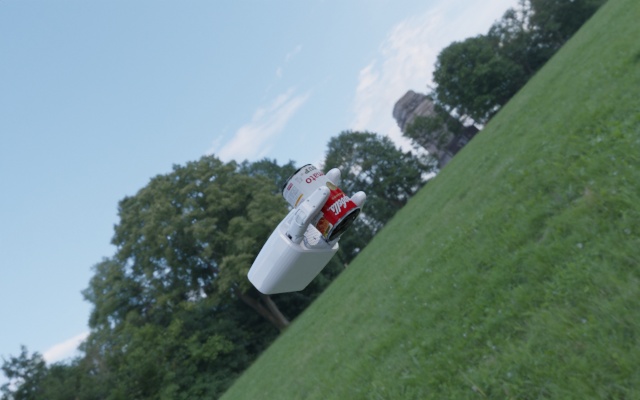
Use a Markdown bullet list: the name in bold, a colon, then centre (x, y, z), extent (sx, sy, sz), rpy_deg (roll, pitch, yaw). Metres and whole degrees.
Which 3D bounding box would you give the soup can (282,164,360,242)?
- **soup can**: centre (0.000, 0.002, 0.712), extent (0.102, 0.068, 0.068), rpy_deg (44, 15, 16)
